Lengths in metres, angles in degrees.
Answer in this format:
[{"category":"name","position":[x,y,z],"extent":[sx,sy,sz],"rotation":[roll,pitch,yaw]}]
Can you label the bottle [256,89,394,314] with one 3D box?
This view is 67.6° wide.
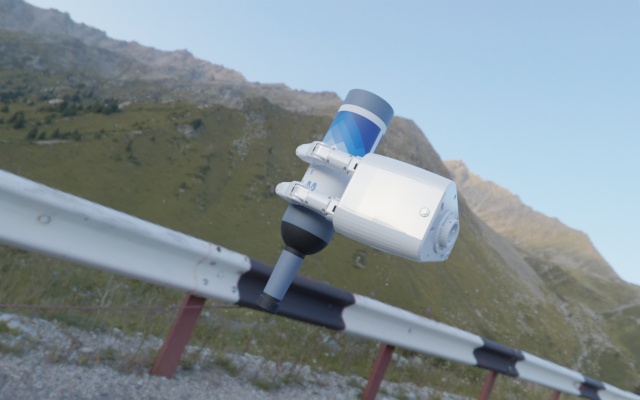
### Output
[{"category":"bottle","position":[0.000,0.002,0.600],"extent":[0.069,0.295,0.069],"rotation":[26,-10,5]}]
